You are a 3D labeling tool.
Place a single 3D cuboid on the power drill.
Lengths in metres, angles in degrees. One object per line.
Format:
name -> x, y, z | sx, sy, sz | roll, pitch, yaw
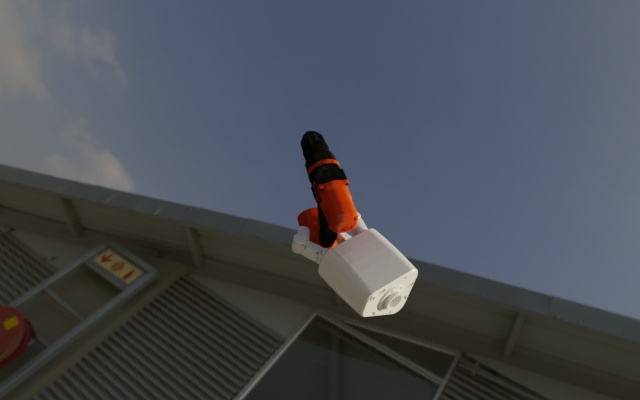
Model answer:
power drill -> 0.000, 0.003, 0.795 | 0.057, 0.184, 0.188 | -11, -31, -14
